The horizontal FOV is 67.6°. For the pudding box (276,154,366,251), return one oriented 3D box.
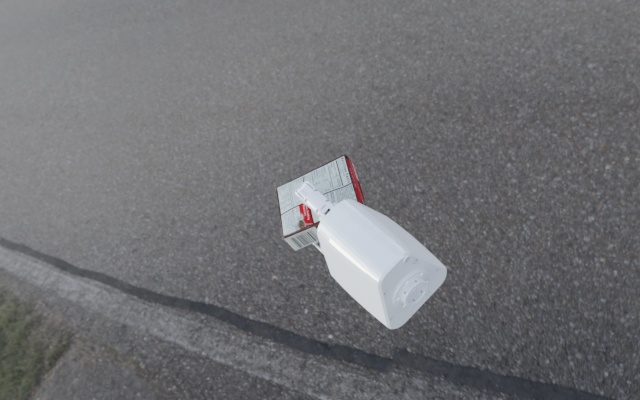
[{"bbox_3d":[0.000,0.002,0.627,0.113,0.090,0.039,-24,-41,14],"label":"pudding box"}]
